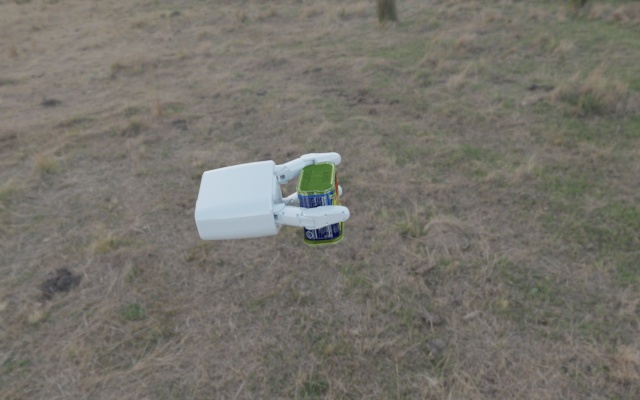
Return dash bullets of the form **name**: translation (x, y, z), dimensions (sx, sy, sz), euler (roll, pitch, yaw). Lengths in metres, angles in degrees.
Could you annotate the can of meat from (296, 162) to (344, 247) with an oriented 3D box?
- **can of meat**: translation (0.000, 0.002, 0.681), dimensions (0.057, 0.084, 0.102), euler (-6, 28, 7)
